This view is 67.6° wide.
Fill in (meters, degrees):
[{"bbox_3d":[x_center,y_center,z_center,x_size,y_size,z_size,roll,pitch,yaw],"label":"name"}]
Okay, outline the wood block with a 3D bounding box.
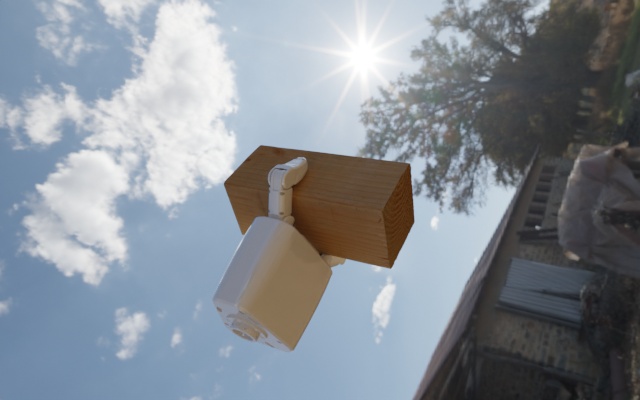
[{"bbox_3d":[0.000,0.002,0.580,0.206,0.091,0.090,10,42,27],"label":"wood block"}]
